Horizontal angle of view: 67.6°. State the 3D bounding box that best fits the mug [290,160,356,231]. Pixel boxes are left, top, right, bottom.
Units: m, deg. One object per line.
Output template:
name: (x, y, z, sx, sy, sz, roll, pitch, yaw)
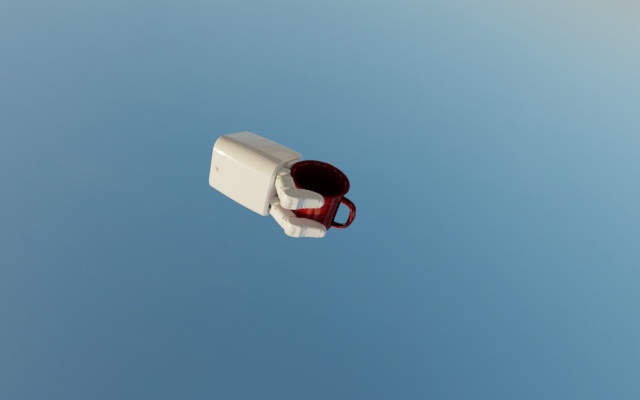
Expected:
mug: (0.001, 0.003, 0.732, 0.117, 0.081, 0.093, 27, 37, 12)
